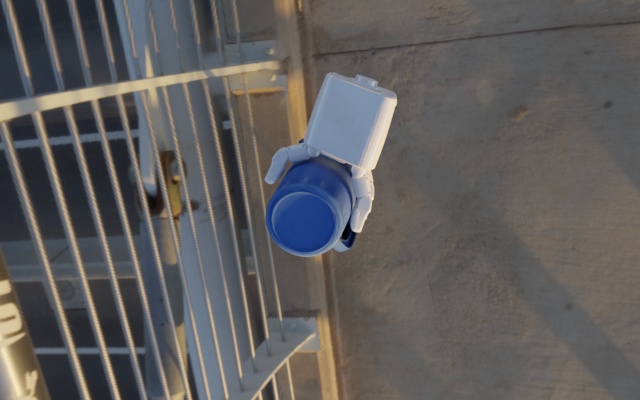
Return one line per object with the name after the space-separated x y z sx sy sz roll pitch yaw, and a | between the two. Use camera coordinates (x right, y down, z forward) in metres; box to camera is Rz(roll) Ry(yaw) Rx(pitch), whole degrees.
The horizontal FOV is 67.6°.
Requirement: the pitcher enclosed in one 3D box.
0.000 0.002 0.750 0.149 0.145 0.242 20 20 2 | pitcher
